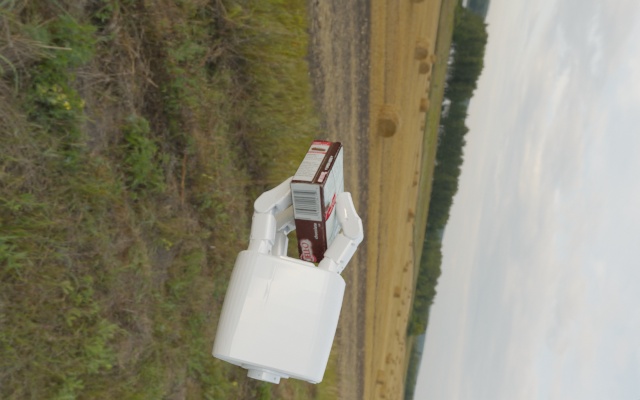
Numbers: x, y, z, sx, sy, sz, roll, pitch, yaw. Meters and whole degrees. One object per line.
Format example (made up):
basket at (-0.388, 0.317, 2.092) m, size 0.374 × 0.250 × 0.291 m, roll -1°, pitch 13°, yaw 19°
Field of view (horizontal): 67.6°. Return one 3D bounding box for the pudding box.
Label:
pudding box at (0.000, 0.002, 0.543) m, size 0.039 × 0.114 × 0.090 m, roll 7°, pitch 38°, yaw 13°
